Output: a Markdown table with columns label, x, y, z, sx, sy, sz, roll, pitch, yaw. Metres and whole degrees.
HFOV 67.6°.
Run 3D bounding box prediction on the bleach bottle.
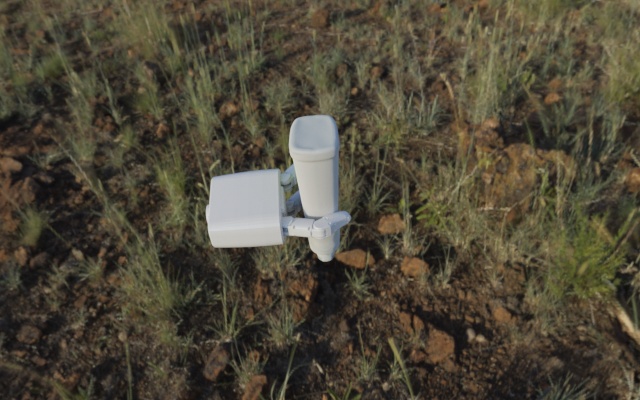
| label | x | y | z | sx | sy | sz | roll | pitch | yaw |
| --- | --- | --- | --- | --- | --- | --- | --- | --- | --- |
| bleach bottle | 0.000 | 0.002 | 0.727 | 0.068 | 0.251 | 0.102 | -4 | 39 | 2 |
